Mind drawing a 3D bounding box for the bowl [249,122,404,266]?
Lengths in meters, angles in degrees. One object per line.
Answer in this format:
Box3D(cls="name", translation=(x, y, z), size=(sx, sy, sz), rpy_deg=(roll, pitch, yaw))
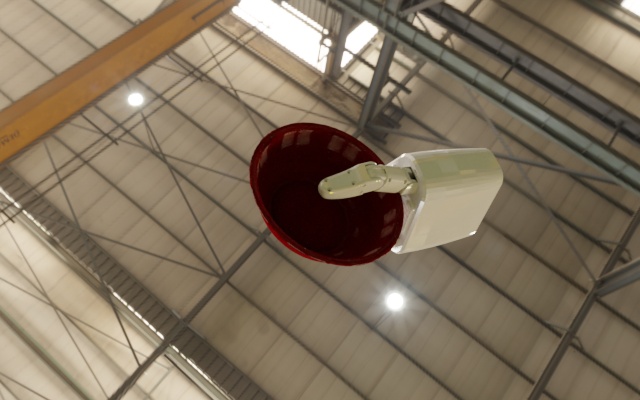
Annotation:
Box3D(cls="bowl", translation=(-0.001, 0.002, 0.475), size=(0.162, 0.162, 0.055), rpy_deg=(0, -31, -28))
